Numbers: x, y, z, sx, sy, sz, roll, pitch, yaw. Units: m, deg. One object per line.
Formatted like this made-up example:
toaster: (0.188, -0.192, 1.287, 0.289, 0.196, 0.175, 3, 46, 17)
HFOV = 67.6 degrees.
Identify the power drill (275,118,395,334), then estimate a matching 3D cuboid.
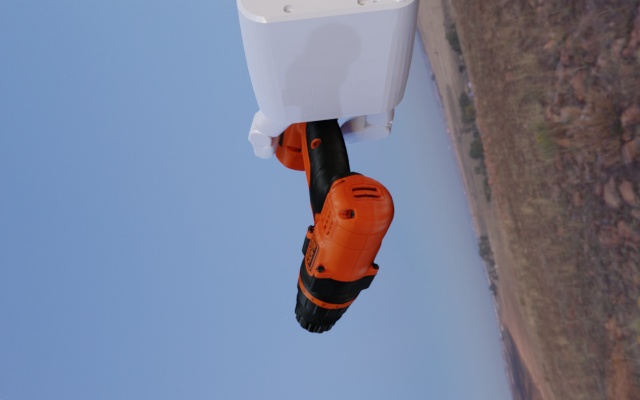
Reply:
power drill: (0.000, 0.001, 0.416, 0.057, 0.187, 0.185, -1, -39, -18)
